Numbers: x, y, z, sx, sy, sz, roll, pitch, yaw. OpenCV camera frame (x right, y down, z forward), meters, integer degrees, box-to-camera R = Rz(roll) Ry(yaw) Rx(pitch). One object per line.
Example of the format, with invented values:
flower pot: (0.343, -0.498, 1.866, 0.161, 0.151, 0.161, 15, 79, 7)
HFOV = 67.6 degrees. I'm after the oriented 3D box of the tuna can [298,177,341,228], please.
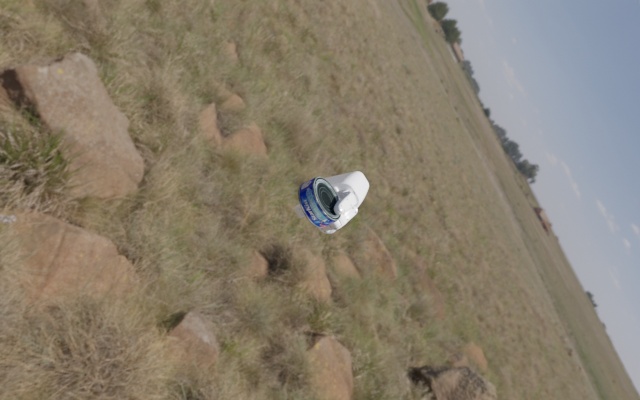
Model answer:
tuna can: (0.001, 0.003, 0.832, 0.034, 0.086, 0.086, -26, -12, 26)
